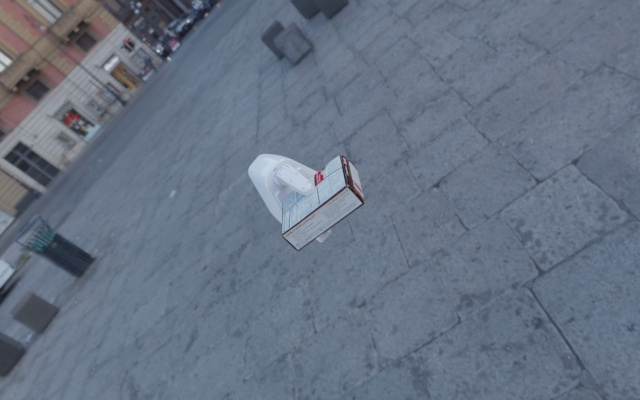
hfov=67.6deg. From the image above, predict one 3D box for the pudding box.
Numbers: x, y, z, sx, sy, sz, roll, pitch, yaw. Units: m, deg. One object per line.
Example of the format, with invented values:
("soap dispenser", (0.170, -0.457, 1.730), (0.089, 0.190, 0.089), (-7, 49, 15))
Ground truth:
("pudding box", (0.000, 0.002, 0.625), (0.113, 0.039, 0.090), (-39, 26, 18))
